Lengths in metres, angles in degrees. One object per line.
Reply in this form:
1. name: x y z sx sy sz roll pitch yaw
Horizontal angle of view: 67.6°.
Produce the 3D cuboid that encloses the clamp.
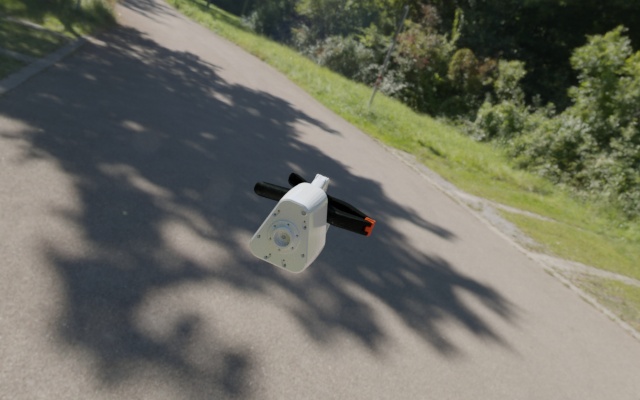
1. clamp: 0.001 0.002 0.864 0.210 0.036 0.164 24 17 7
